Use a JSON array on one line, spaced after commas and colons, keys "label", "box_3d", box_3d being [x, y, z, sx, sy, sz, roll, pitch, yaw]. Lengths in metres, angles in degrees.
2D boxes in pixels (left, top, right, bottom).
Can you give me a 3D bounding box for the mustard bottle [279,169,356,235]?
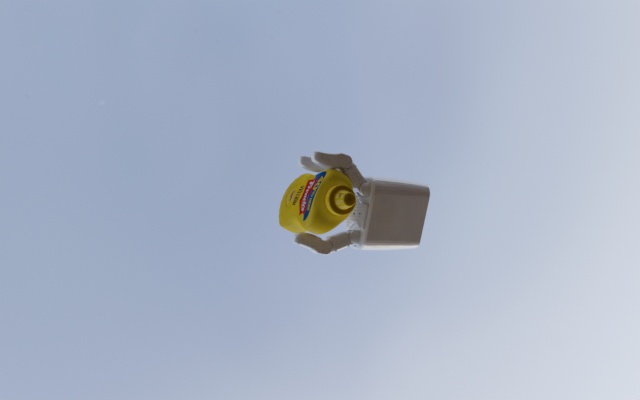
[{"label": "mustard bottle", "box_3d": [0.000, 0.002, 0.696, 0.058, 0.096, 0.191, 29, -13, -20]}]
